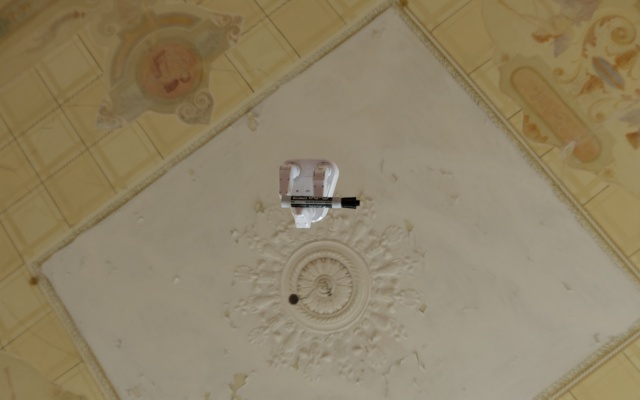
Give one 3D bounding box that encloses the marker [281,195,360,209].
[{"bbox_3d":[0.000,0.002,0.735,0.121,0.020,0.020,1,0,7],"label":"marker"}]
